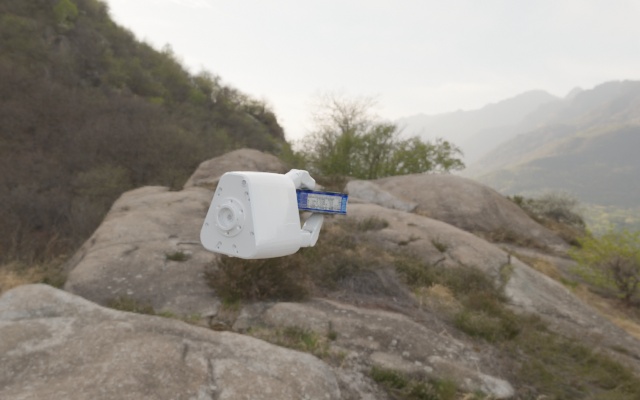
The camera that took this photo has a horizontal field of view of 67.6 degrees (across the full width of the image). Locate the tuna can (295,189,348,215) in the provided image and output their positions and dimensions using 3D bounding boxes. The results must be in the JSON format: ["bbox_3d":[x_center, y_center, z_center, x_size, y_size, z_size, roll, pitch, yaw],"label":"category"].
[{"bbox_3d":[0.000,0.002,0.747,0.086,0.034,0.086,6,-1,0],"label":"tuna can"}]
